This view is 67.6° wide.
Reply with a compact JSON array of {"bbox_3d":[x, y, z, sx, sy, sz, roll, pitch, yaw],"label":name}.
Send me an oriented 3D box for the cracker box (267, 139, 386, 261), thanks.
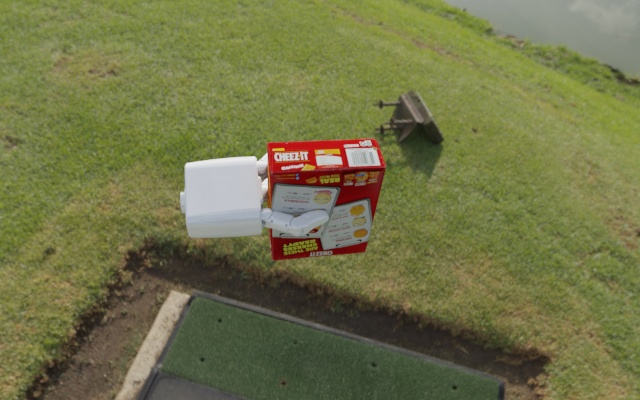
[{"bbox_3d":[0.000,0.002,0.749,0.164,0.072,0.214,-4,-39,-8],"label":"cracker box"}]
